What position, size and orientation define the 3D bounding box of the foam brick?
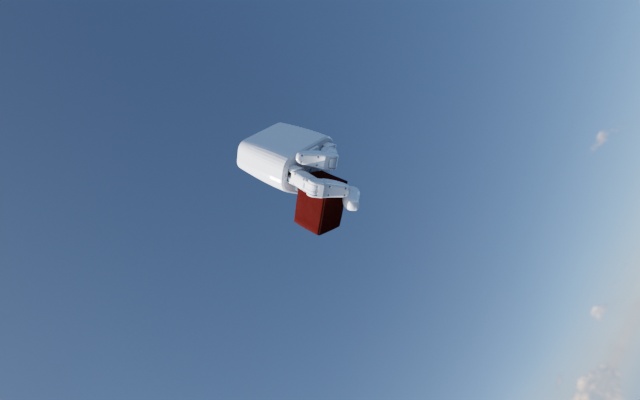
[{"bbox_3d":[0.000,0.003,0.710,0.051,0.078,0.053,24,25,33],"label":"foam brick"}]
